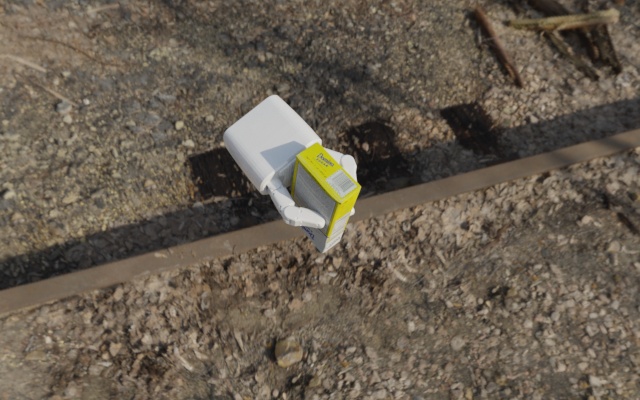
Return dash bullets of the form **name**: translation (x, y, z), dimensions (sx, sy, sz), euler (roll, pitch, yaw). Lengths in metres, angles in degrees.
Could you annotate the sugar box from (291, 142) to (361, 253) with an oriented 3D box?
- **sugar box**: translation (0.000, 0.002, 0.707), dimensions (0.048, 0.093, 0.176), euler (-35, -18, -21)
